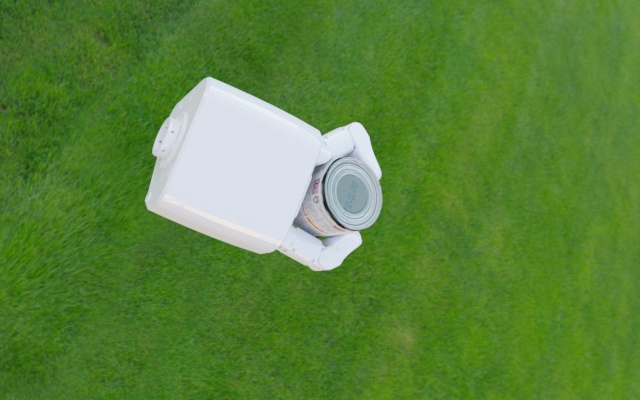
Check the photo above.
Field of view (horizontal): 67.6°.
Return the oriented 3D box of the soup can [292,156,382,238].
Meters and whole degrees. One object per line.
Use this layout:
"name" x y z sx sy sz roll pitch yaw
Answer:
"soup can" 0.001 0.002 0.452 0.068 0.068 0.102 0 -9 -36
